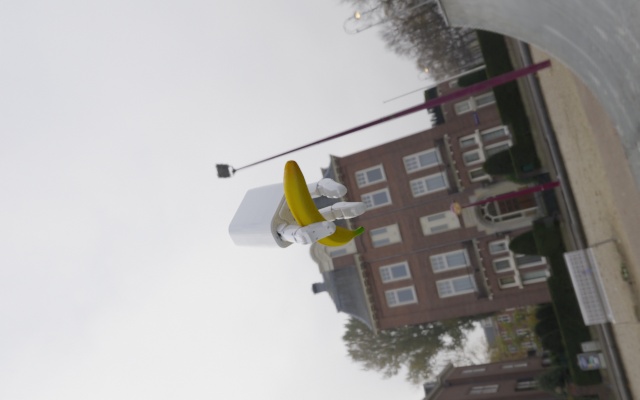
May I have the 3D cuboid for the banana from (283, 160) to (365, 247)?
[{"bbox_3d":[-0.007,0.020,0.746,0.037,0.069,0.198,10,-26,48],"label":"banana"}]
